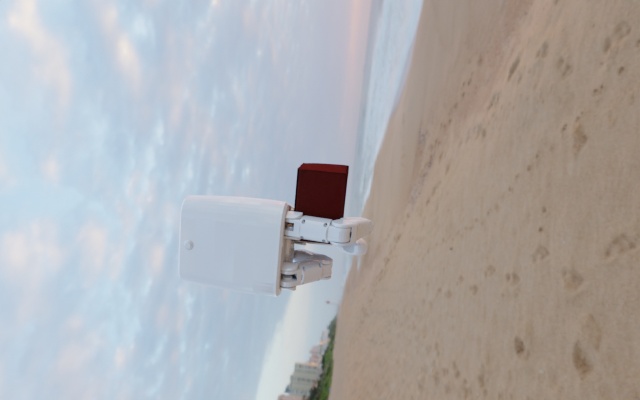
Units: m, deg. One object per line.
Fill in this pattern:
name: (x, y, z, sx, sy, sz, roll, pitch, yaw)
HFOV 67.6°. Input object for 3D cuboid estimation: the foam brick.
foam brick: (0.000, 0.001, 0.507, 0.051, 0.078, 0.053, 7, 12, 5)
